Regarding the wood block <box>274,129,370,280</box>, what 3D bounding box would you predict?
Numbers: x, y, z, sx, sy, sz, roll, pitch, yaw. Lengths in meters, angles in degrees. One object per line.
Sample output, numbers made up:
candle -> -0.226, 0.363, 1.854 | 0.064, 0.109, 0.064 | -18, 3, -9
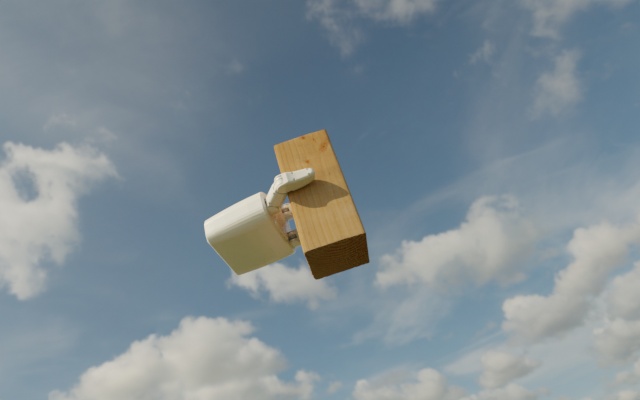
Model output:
wood block -> 0.000, 0.002, 0.736 | 0.090, 0.206, 0.091 | -18, -35, -1
